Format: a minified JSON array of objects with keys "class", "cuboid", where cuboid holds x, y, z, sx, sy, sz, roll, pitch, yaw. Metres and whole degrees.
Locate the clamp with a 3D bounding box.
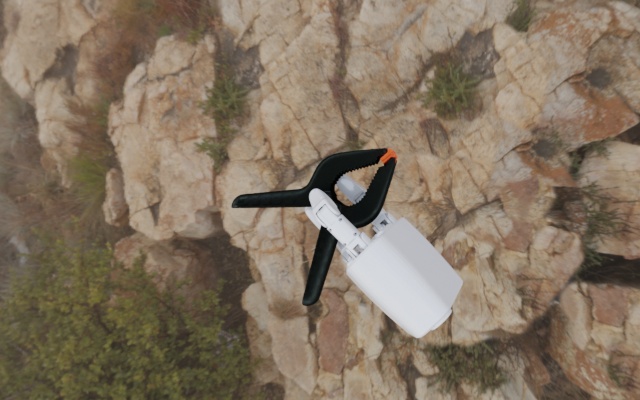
[{"class":"clamp","cuboid":[0.000,0.002,0.579,0.164,0.210,0.036,45,11,8]}]
